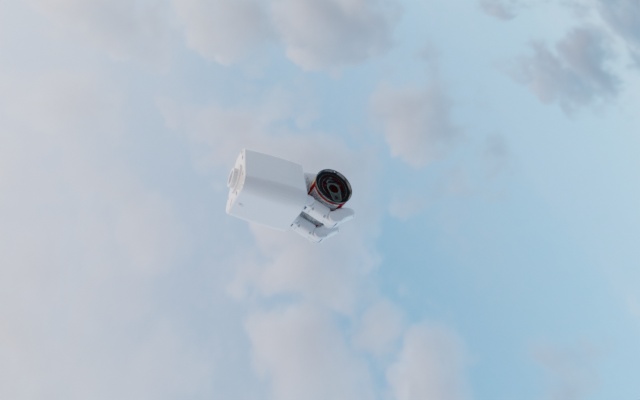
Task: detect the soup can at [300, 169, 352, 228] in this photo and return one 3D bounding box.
[{"bbox_3d":[0.000,0.003,0.819,0.068,0.068,0.102,0,-32,-32],"label":"soup can"}]
